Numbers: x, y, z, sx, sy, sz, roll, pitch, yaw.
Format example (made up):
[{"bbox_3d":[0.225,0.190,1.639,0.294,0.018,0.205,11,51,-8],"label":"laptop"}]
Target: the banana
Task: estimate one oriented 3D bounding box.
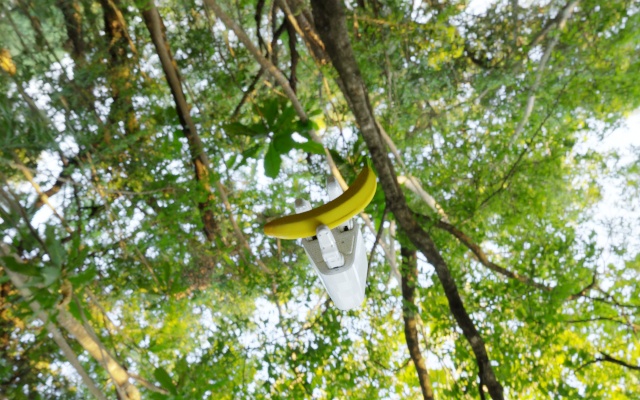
[{"bbox_3d":[0.013,0.010,0.702,0.198,0.037,0.069,-34,47,-14],"label":"banana"}]
